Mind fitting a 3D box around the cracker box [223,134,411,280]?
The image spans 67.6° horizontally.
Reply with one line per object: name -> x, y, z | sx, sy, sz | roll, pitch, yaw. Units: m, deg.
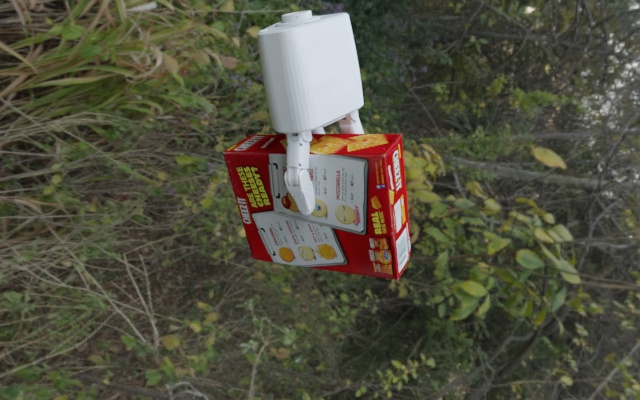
cracker box -> 0.000, 0.002, 0.601 | 0.213, 0.164, 0.072 | 4, 30, 28
